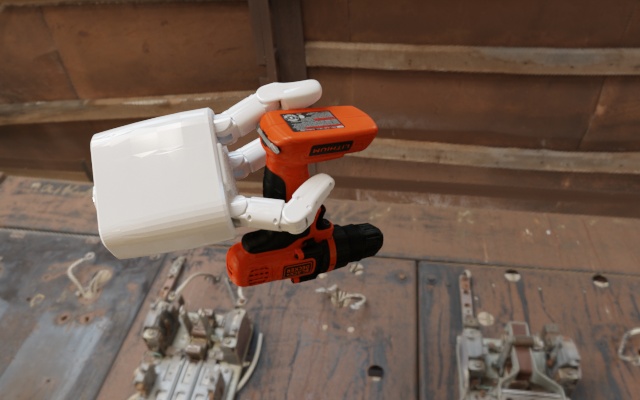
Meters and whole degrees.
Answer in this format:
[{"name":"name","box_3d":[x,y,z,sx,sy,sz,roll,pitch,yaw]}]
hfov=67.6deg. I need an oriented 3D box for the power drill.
[{"name":"power drill","box_3d":[0.000,0.001,0.482,0.184,0.188,0.057,-10,38,-27]}]
